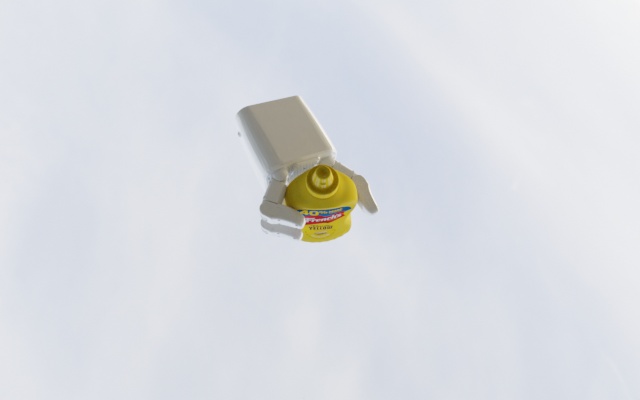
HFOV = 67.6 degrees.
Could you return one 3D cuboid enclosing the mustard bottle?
[{"bbox_3d":[0.000,0.003,0.643,0.096,0.058,0.192,-2,-22,-3],"label":"mustard bottle"}]
